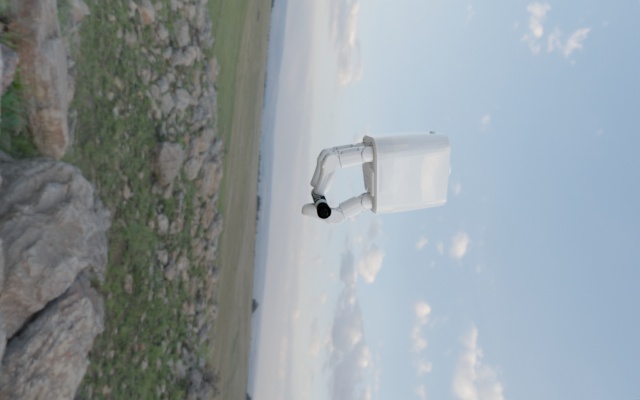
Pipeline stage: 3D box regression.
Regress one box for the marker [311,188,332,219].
[{"bbox_3d":[0.000,0.002,0.648,0.020,0.020,0.121,0,13,-5],"label":"marker"}]
